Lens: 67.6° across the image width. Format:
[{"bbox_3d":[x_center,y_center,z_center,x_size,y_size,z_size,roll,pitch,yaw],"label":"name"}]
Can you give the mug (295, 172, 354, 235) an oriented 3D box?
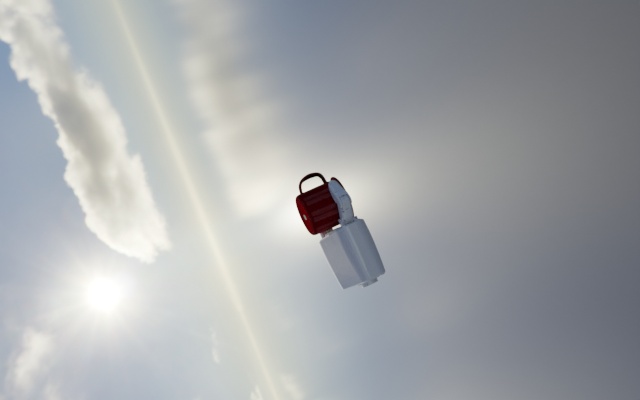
[{"bbox_3d":[-0.001,0.002,0.890,0.081,0.117,0.093,-24,-9,-14],"label":"mug"}]
